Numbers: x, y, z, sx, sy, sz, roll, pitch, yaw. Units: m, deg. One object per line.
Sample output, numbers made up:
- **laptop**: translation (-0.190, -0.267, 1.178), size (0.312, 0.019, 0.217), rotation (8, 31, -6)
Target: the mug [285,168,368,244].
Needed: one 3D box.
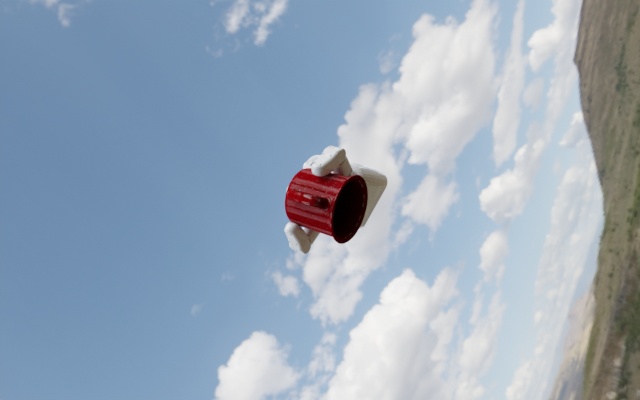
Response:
- **mug**: translation (-0.001, 0.002, 0.632), size (0.081, 0.093, 0.117), rotation (16, 5, 31)
